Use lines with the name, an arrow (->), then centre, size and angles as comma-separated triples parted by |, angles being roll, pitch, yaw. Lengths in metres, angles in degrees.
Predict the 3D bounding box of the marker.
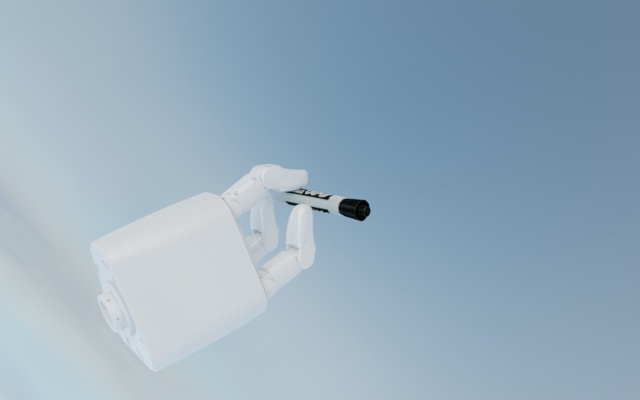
marker -> 0.000, 0.001, 0.447 | 0.020, 0.020, 0.121 | 0, 8, -41
